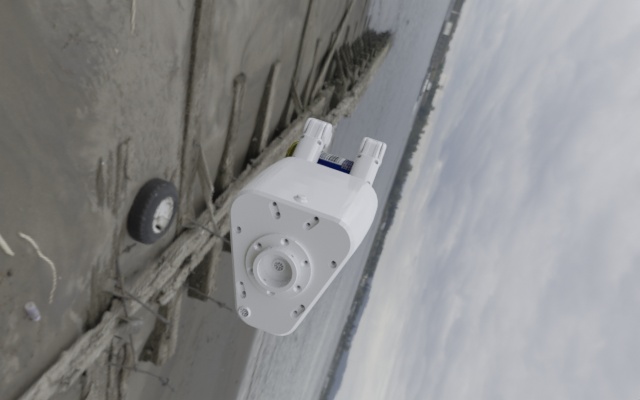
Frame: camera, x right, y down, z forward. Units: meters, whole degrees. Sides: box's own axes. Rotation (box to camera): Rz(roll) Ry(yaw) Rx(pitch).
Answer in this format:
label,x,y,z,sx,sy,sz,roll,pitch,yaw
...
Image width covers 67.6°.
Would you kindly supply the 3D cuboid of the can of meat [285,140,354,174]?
label,x,y,z,sx,sy,sz,roll,pitch,yaw
can of meat,0.000,0.002,0.477,0.084,0.102,0.057,19,15,8
